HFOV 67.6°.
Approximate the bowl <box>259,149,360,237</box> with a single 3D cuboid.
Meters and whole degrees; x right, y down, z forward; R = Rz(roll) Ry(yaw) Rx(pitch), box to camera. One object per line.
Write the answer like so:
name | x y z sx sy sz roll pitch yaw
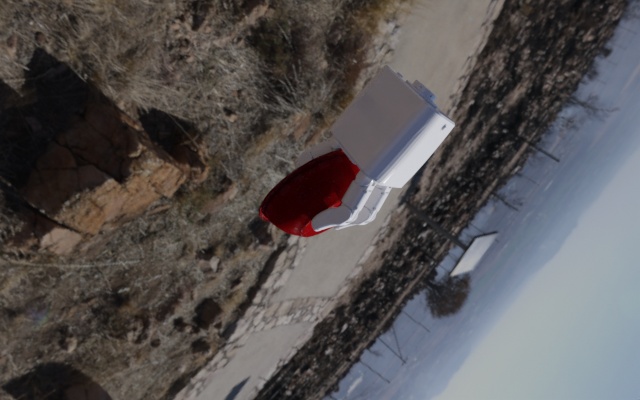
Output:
bowl | 0.000 0.003 0.647 0.162 0.055 0.162 -29 -18 -10
